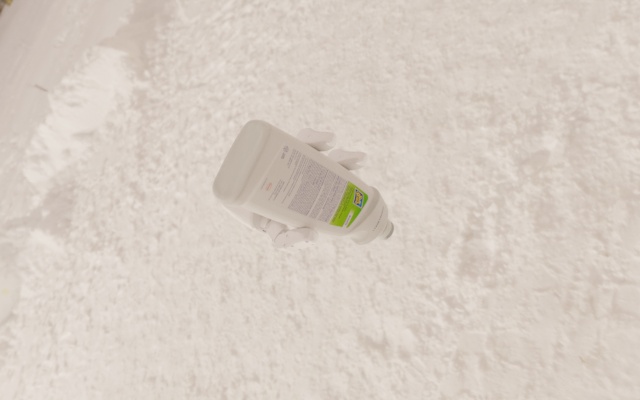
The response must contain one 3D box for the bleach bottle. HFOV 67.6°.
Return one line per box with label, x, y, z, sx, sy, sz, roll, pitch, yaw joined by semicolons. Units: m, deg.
bleach bottle;0.000;0.002;0.583;0.251;0.102;0.068;29;-2;-38
